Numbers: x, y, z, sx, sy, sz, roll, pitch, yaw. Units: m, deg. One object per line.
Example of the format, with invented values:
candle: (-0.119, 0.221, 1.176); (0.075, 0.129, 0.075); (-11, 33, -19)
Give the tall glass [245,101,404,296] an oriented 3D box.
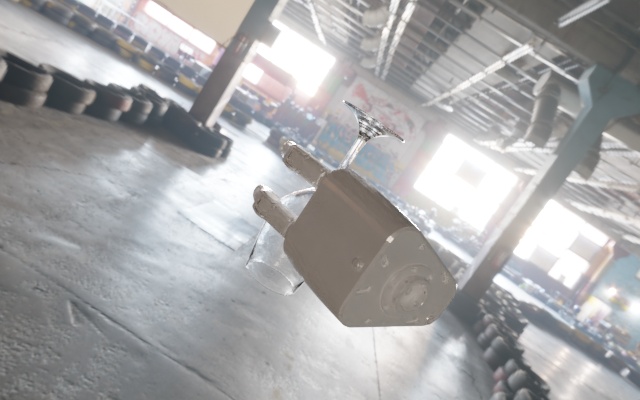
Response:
tall glass: (0.000, 0.001, 0.498); (0.079, 0.201, 0.079); (33, 9, -6)
